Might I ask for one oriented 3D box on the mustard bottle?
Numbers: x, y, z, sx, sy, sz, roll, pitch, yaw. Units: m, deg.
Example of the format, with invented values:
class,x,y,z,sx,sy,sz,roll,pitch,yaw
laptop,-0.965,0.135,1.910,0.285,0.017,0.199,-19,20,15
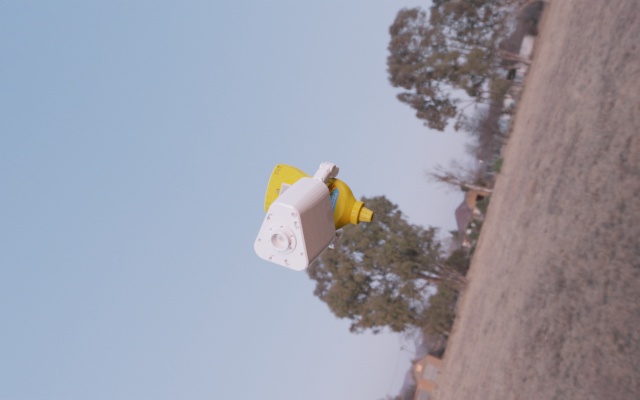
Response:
class,x,y,z,sx,sy,sz,roll,pitch,yaw
mustard bottle,0.000,0.003,0.843,0.191,0.096,0.058,16,4,18
